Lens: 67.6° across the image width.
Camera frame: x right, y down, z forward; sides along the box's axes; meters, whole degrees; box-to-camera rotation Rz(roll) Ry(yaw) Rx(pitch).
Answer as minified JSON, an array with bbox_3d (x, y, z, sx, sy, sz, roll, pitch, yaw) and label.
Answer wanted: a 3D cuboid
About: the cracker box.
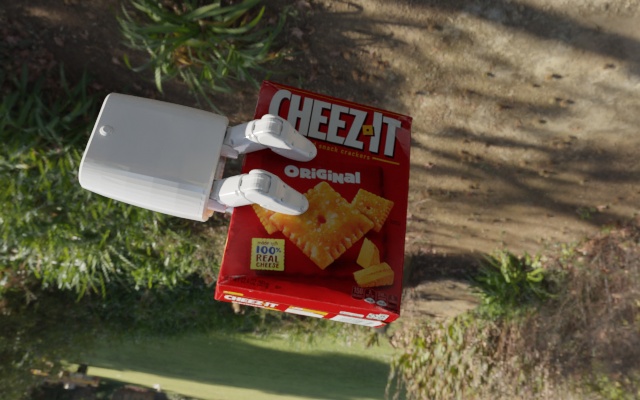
[{"bbox_3d":[0.000,0.002,0.468,0.164,0.213,0.072,12,-24,-9],"label":"cracker box"}]
